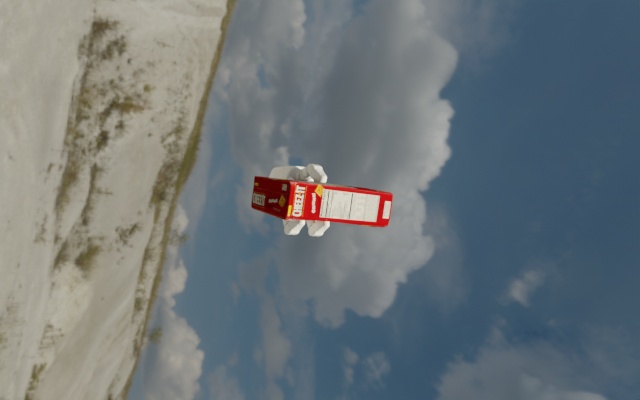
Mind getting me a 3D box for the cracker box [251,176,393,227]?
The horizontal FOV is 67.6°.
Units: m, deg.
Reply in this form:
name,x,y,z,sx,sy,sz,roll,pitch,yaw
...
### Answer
name,x,y,z,sx,sy,sz,roll,pitch,yaw
cracker box,0.000,0.003,0.893,0.214,0.072,0.164,6,3,-29
